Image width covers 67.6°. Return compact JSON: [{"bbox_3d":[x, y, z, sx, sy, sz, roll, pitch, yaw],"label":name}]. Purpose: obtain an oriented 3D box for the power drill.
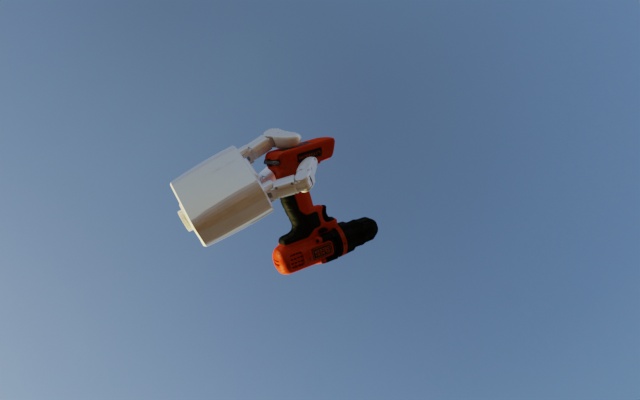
[{"bbox_3d":[0.000,0.002,0.726,0.184,0.188,0.057,-19,14,-29],"label":"power drill"}]
